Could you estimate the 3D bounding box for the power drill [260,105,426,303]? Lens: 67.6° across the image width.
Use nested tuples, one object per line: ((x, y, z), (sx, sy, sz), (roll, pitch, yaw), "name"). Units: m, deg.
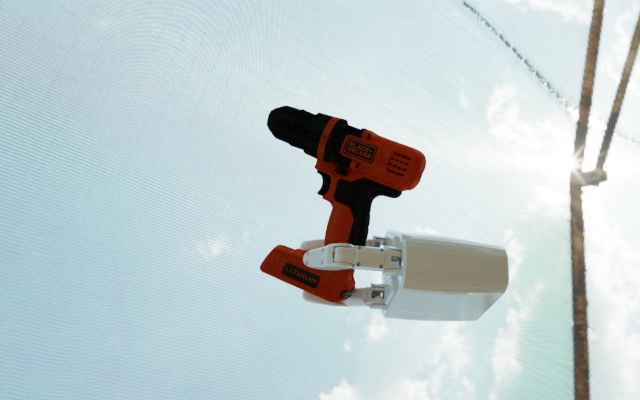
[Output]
((0.000, 0.002, 0.525), (0.184, 0.187, 0.057), (22, 6, 17), "power drill")
